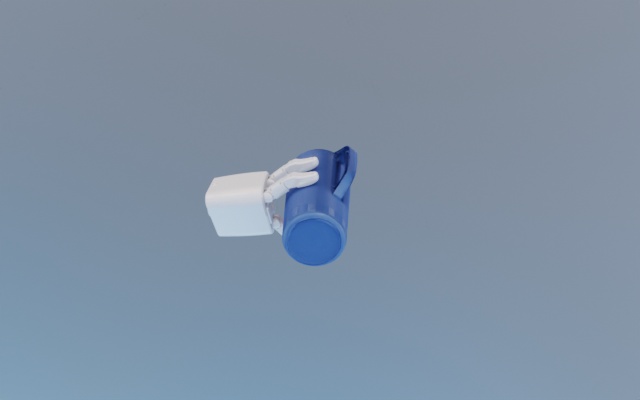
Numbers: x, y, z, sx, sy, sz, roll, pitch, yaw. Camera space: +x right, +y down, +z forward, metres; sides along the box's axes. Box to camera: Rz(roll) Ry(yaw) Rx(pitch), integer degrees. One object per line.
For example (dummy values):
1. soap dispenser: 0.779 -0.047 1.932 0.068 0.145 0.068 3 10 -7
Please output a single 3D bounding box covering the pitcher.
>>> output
1. pitcher: 0.000 0.003 0.882 0.145 0.149 0.242 -3 29 4
